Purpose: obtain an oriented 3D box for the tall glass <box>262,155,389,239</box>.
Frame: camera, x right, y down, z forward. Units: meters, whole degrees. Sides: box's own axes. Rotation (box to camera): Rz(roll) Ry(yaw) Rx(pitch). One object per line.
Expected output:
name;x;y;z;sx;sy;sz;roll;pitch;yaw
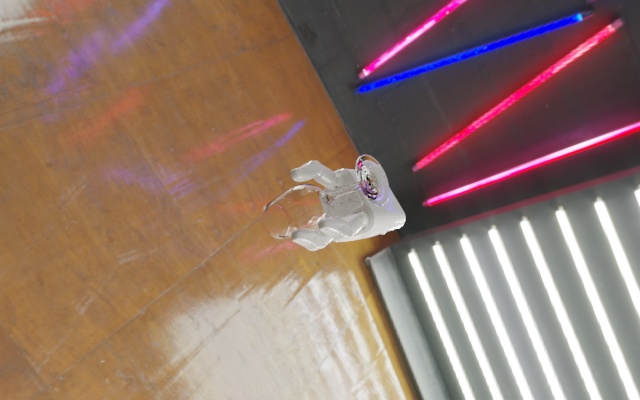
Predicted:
tall glass;0.001;0.002;0.712;0.201;0.079;0.079;-23;-14;38
